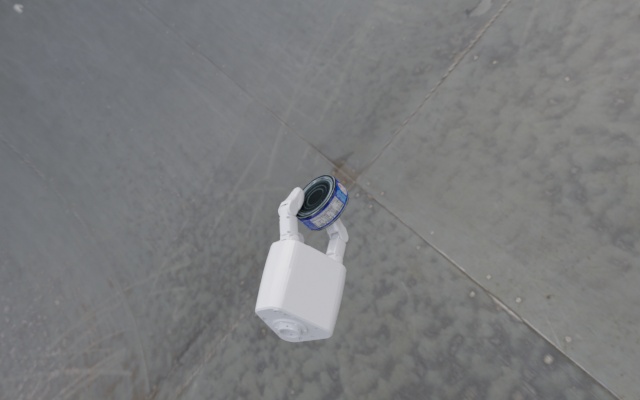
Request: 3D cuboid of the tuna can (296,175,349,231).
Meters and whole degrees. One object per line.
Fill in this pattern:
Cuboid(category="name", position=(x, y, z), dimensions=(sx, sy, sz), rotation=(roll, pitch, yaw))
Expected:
Cuboid(category="tuna can", position=(0.000, 0.002, 0.729), dimensions=(0.034, 0.086, 0.086), rotation=(43, -25, -30))
